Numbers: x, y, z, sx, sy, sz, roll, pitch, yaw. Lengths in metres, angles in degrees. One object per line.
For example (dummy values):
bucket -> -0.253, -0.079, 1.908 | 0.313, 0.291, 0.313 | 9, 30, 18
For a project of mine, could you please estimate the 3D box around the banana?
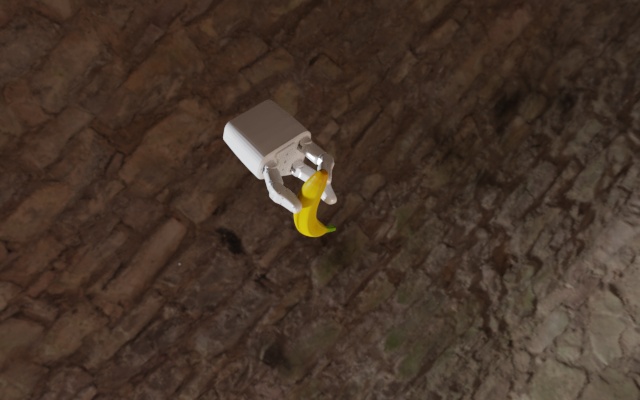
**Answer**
banana -> -0.014, 0.015, 0.796 | 0.069, 0.037, 0.198 | -36, -25, -14
